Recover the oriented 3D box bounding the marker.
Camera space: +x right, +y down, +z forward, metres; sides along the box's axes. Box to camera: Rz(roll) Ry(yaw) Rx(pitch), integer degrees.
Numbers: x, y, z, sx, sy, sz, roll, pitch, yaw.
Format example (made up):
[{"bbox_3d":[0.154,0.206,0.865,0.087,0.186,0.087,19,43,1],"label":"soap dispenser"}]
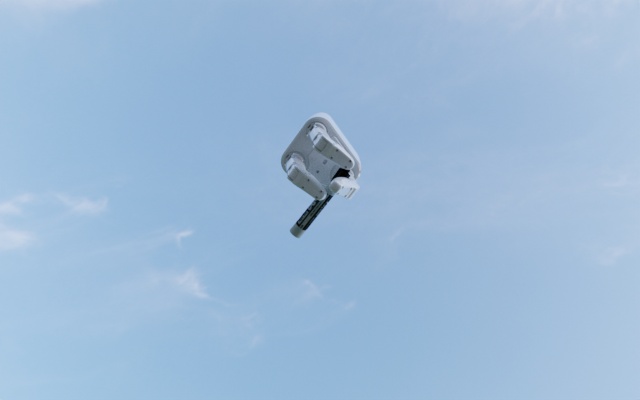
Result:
[{"bbox_3d":[0.000,0.002,0.659,0.020,0.121,0.020,36,15,-11],"label":"marker"}]
